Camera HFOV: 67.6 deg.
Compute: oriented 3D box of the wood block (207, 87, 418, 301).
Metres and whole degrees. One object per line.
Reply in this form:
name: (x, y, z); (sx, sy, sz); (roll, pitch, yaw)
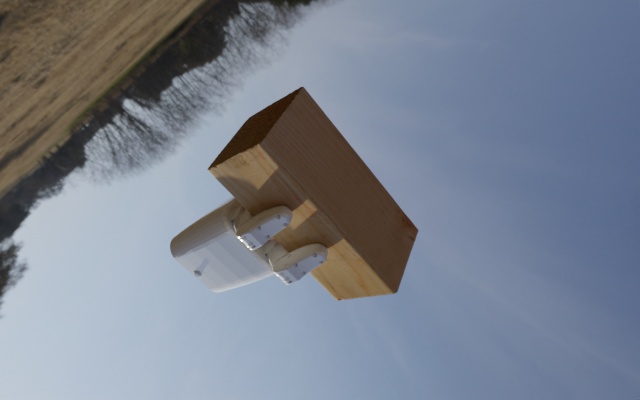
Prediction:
wood block: (0.000, 0.002, 0.493); (0.090, 0.090, 0.206); (-19, -57, 42)
